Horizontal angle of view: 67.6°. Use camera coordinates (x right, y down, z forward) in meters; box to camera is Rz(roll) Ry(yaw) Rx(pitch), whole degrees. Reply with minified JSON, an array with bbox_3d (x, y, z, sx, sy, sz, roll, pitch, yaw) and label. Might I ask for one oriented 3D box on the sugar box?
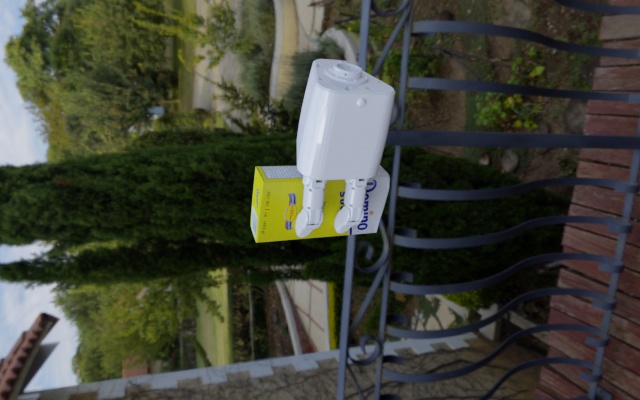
[{"bbox_3d":[0.000,0.002,0.627,0.176,0.093,0.048,-2,33,-20],"label":"sugar box"}]
